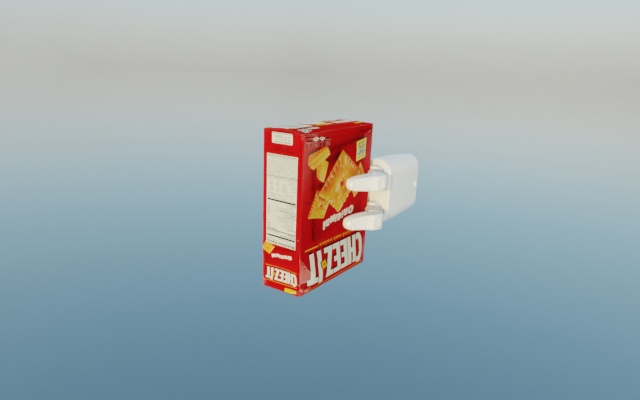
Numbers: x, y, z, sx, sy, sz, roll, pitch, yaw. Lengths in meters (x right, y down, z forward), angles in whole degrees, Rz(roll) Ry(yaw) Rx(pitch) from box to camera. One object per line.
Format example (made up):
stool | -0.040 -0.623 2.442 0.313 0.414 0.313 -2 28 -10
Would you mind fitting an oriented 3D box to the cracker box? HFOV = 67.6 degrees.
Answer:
cracker box | 0.000 0.002 0.656 0.072 0.214 0.164 13 18 35
